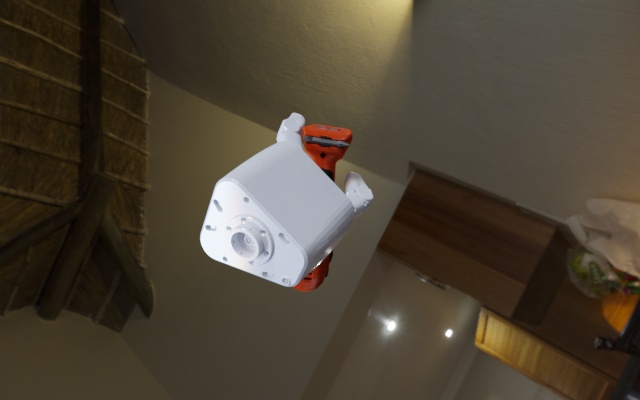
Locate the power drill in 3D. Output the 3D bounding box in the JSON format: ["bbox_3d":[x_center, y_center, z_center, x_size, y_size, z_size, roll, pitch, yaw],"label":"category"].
[{"bbox_3d":[0.000,0.002,0.597,0.057,0.188,0.184,7,10,2],"label":"power drill"}]
